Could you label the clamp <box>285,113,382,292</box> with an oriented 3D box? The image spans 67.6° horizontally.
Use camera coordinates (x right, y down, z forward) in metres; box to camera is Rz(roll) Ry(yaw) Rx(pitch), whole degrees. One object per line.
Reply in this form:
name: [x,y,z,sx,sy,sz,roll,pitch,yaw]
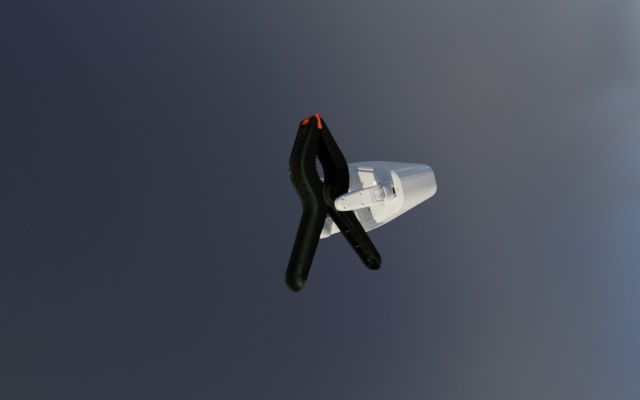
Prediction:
clamp: [0.001,0.001,0.570,0.036,0.210,0.164,-14,0,40]
